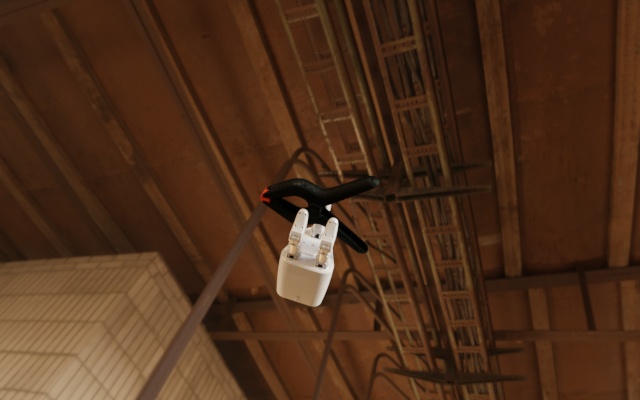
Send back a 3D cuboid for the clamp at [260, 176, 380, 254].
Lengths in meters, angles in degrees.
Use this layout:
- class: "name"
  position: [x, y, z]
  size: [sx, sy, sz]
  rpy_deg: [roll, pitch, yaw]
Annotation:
- class: "clamp"
  position: [0.000, 0.002, 0.831]
  size: [0.210, 0.165, 0.036]
  rpy_deg: [18, 38, 5]
